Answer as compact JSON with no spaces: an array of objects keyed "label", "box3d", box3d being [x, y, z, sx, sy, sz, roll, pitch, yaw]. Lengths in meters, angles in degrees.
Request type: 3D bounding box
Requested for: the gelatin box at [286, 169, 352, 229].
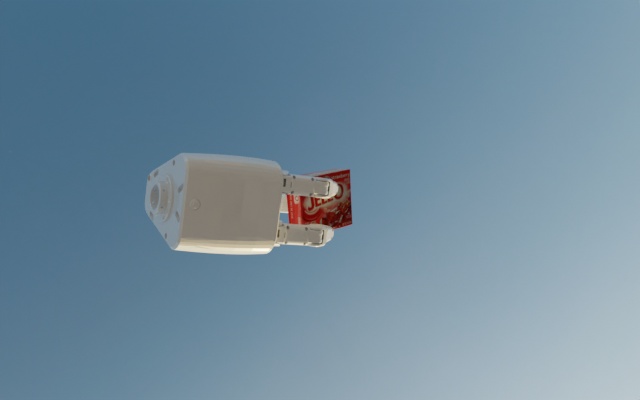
[{"label":"gelatin box","box3d":[0.000,0.002,0.593,0.089,0.073,0.030,-13,15,-42]}]
